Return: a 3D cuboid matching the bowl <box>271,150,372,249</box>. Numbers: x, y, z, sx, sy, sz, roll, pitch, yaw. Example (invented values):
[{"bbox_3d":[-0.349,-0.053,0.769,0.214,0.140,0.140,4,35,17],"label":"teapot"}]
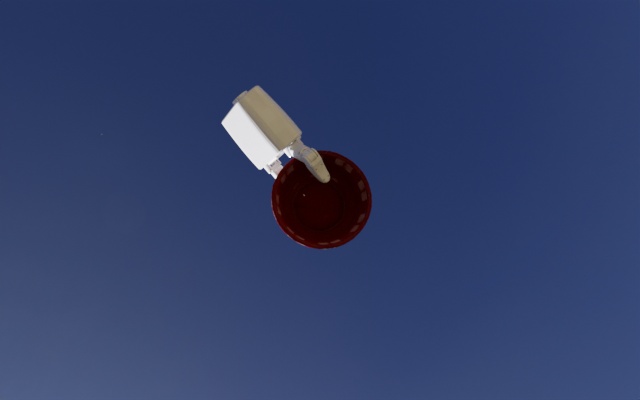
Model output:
[{"bbox_3d":[0.001,0.004,0.783,0.162,0.162,0.055,0,-13,-6],"label":"bowl"}]
